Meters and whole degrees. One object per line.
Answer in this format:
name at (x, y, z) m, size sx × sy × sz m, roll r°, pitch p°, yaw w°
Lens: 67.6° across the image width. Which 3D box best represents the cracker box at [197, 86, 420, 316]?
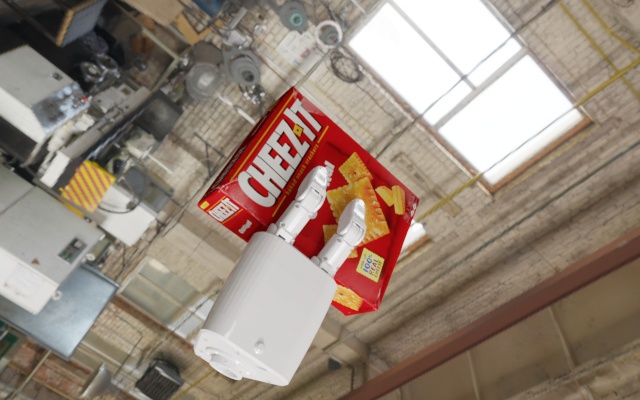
cracker box at (0.000, 0.002, 0.540) m, size 0.214 × 0.164 × 0.072 m, roll 40°, pitch -34°, yaw -16°
